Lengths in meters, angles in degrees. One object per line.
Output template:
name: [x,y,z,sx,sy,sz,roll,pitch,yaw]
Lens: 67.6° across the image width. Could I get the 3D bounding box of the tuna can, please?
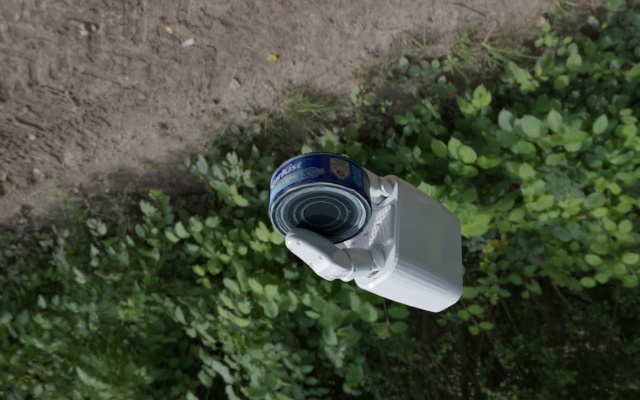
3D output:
tuna can: [0.000,0.002,0.400,0.086,0.033,0.086,0,-41,0]
